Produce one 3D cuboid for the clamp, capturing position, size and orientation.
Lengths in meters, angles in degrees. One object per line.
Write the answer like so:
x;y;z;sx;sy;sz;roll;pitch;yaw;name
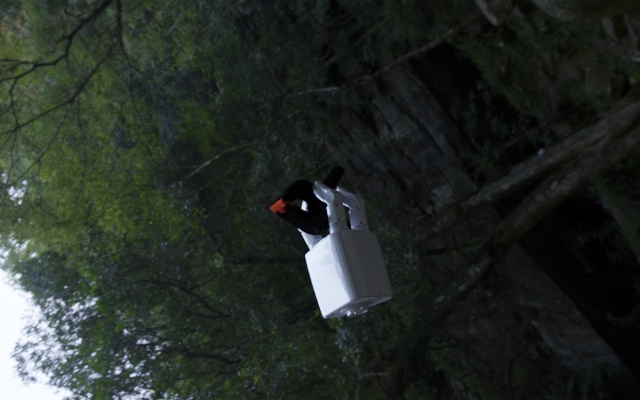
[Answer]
-0.001;0.003;0.786;0.036;0.164;0.210;-34;-28;33;clamp
